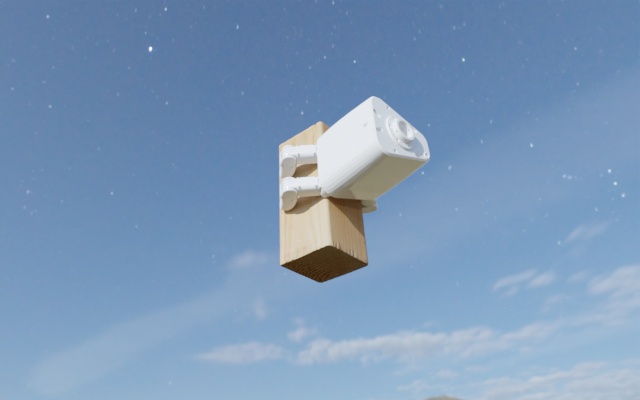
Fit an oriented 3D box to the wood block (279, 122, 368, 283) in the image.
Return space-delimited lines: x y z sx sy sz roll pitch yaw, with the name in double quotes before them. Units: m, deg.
"wood block" 0.001 0.002 0.701 0.090 0.206 0.091 -26 -39 31
